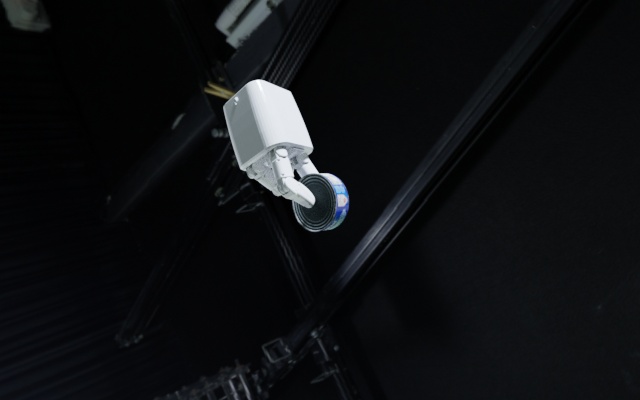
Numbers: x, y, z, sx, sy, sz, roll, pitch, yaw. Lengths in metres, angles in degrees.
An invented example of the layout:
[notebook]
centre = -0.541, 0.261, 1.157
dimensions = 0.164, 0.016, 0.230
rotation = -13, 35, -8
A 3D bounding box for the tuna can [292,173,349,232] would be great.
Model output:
[tuna can]
centre = 0.001, 0.002, 0.708
dimensions = 0.086, 0.086, 0.034
rotation = 0, 2, 41
